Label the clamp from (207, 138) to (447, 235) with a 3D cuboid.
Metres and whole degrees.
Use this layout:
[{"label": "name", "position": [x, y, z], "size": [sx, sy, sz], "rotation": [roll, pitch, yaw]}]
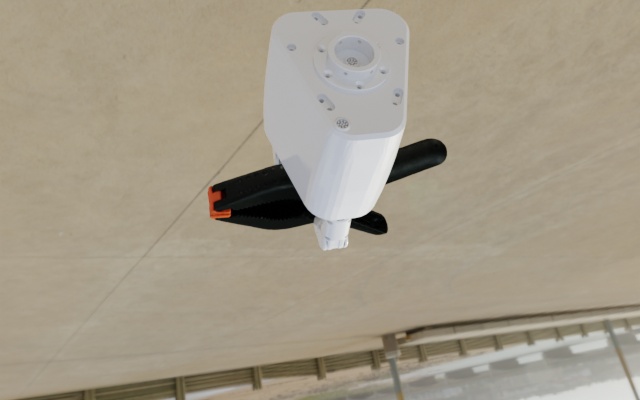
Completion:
[{"label": "clamp", "position": [0.000, 0.002, 0.464], "size": [0.210, 0.036, 0.165], "rotation": [-6, -28, -10]}]
